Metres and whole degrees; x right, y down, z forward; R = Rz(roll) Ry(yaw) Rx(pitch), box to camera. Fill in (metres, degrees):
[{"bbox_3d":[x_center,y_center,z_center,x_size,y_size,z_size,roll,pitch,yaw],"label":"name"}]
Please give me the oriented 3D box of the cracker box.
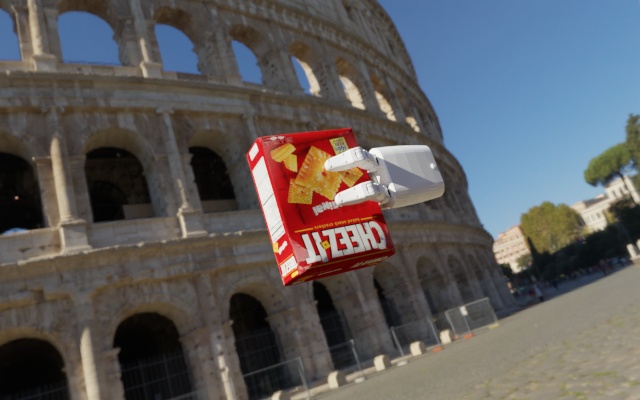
[{"bbox_3d":[0.000,0.002,0.716,0.164,0.213,0.072,-9,-19,-28],"label":"cracker box"}]
